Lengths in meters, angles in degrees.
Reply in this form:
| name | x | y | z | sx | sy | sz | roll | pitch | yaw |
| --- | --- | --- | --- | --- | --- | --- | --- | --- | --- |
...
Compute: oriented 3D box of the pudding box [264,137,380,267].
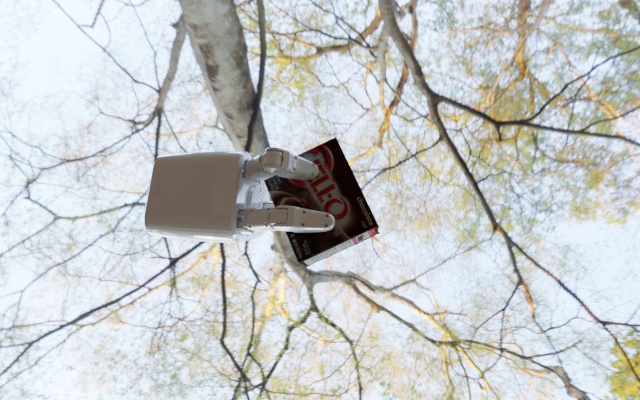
| name | x | y | z | sx | sy | sz | roll | pitch | yaw |
| --- | --- | --- | --- | --- | --- | --- | --- | --- | --- |
| pudding box | 0.000 | 0.002 | 0.508 | 0.090 | 0.113 | 0.039 | -26 | -18 | 4 |
